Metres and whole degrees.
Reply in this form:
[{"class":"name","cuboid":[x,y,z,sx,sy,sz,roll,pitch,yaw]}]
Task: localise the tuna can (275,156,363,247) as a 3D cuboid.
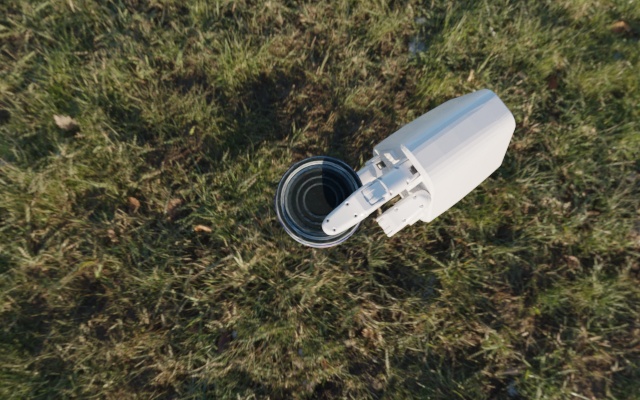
[{"class":"tuna can","cuboid":[0.000,0.001,0.453,0.086,0.086,0.034,0,-7,0]}]
